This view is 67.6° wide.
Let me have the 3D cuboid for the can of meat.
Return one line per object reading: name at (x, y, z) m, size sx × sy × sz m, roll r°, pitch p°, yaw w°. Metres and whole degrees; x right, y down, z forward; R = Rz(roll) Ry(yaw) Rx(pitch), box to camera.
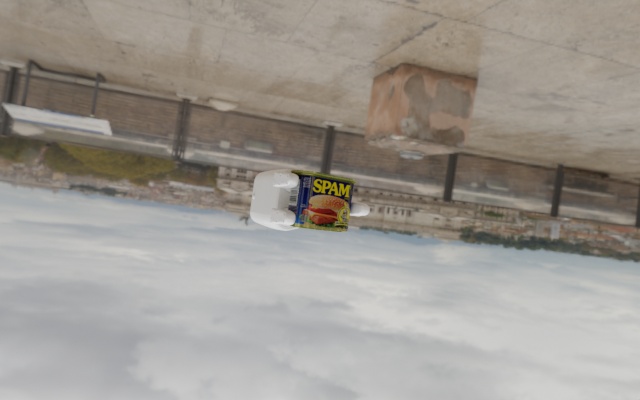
can of meat at (0.000, 0.003, 0.725) m, size 0.102 × 0.084 × 0.057 m, roll 9°, pitch -2°, yaw -36°
